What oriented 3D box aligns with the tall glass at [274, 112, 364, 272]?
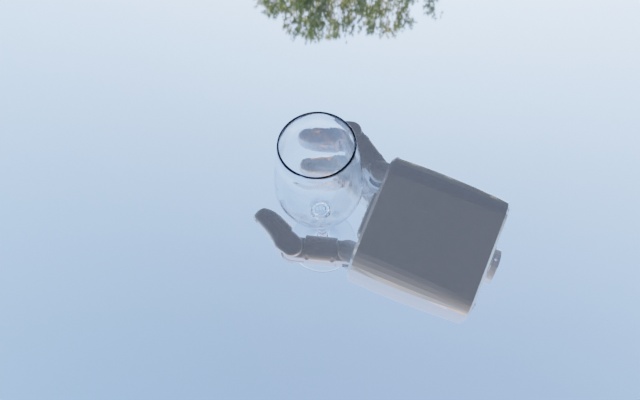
[{"bbox_3d":[0.000,0.002,0.452,0.079,0.079,0.201,0,-27,2],"label":"tall glass"}]
